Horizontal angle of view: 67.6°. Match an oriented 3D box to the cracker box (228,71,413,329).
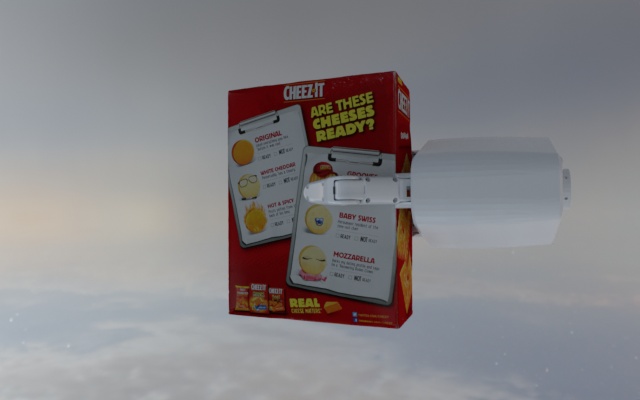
[{"bbox_3d":[0.000,0.002,0.447,0.164,0.213,0.072,-1,-2,21],"label":"cracker box"}]
